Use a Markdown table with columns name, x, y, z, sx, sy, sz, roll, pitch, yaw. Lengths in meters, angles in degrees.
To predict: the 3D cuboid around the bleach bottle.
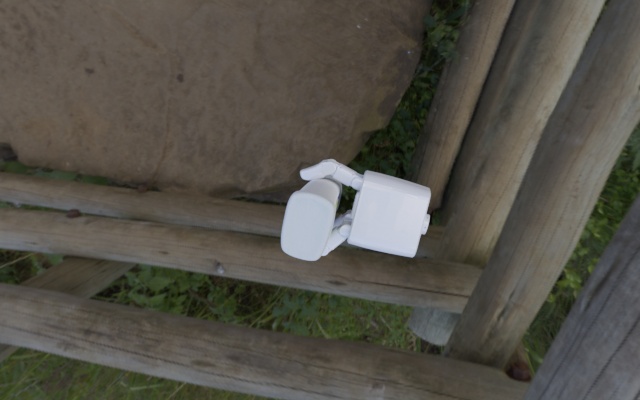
| name | x | y | z | sx | sy | sz | roll | pitch | yaw |
| --- | --- | --- | --- | --- | --- | --- | --- | --- | --- |
| bleach bottle | 0.000 | 0.003 | 0.767 | 0.068 | 0.102 | 0.250 | 16 | 19 | 4 |
